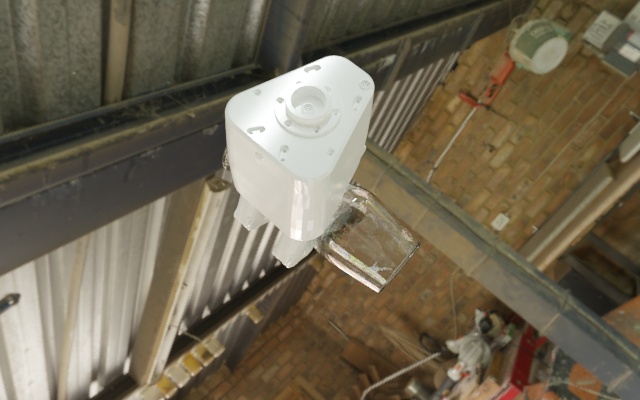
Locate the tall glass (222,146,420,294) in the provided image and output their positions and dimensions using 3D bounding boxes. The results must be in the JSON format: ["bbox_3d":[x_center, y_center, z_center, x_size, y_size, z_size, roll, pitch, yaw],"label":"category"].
[{"bbox_3d":[0.000,0.001,0.469,0.201,0.079,0.079,40,11,14],"label":"tall glass"}]
